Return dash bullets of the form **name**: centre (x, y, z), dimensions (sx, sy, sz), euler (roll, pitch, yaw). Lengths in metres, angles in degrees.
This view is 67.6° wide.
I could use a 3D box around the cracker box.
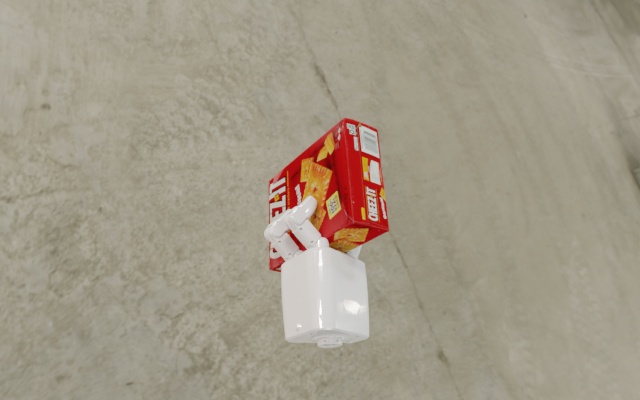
- **cracker box**: centre (0.000, 0.002, 0.710), dimensions (0.072, 0.164, 0.214), euler (16, -32, -33)
